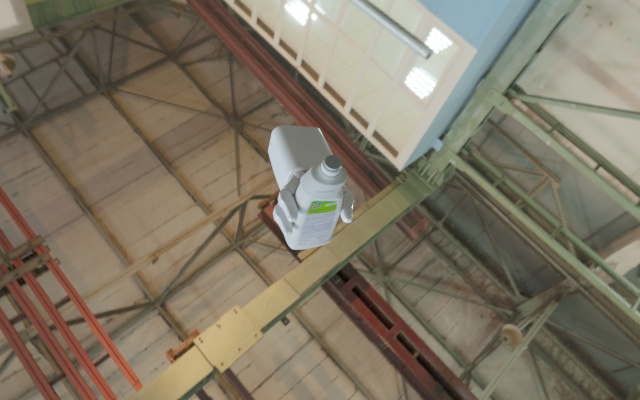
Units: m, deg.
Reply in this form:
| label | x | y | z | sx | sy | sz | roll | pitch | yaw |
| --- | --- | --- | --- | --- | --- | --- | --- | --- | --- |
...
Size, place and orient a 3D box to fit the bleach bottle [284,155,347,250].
| label | x | y | z | sx | sy | sz | roll | pitch | yaw |
| --- | --- | --- | --- | --- | --- | --- | --- | --- | --- |
| bleach bottle | 0.000 | 0.003 | 0.857 | 0.102 | 0.068 | 0.251 | -12 | -27 | -21 |
